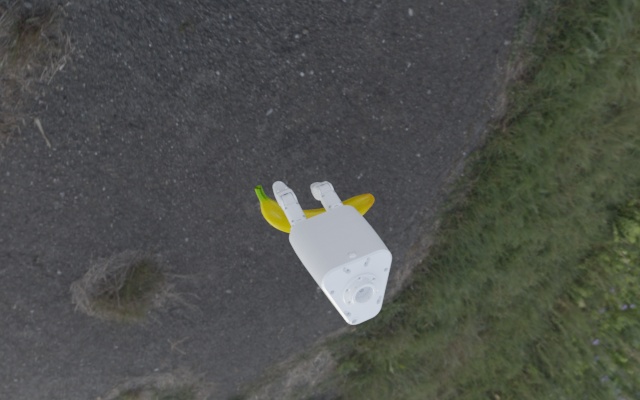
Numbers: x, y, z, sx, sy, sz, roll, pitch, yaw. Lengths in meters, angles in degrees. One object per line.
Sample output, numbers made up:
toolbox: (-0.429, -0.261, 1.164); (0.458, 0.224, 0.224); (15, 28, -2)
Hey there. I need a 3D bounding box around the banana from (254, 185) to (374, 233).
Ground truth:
banana: (-0.007, 0.019, 0.730); (0.198, 0.070, 0.037); (3, 23, -26)
